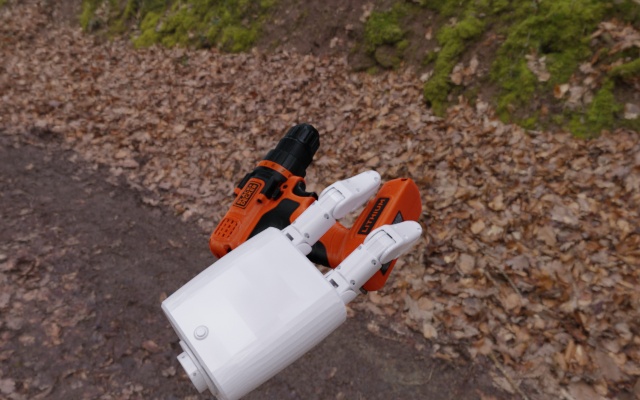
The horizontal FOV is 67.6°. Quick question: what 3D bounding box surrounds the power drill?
[{"bbox_3d":[0.000,0.002,0.476,0.187,0.184,0.057,13,-28,36],"label":"power drill"}]
